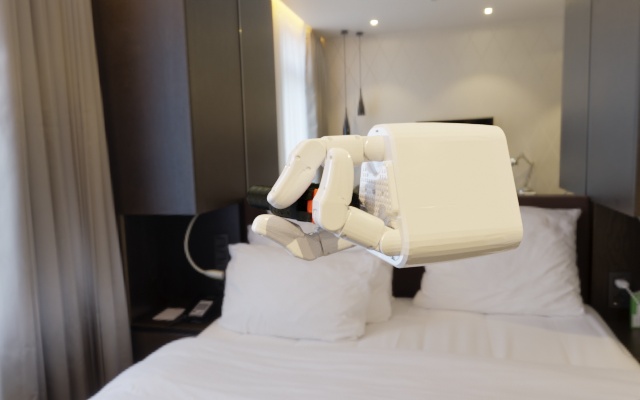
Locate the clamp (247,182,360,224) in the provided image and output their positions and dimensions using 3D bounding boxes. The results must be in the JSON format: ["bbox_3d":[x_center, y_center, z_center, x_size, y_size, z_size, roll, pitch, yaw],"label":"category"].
[{"bbox_3d":[0.000,0.001,0.448,0.120,0.039,0.171,-4,6,-15],"label":"clamp"}]
